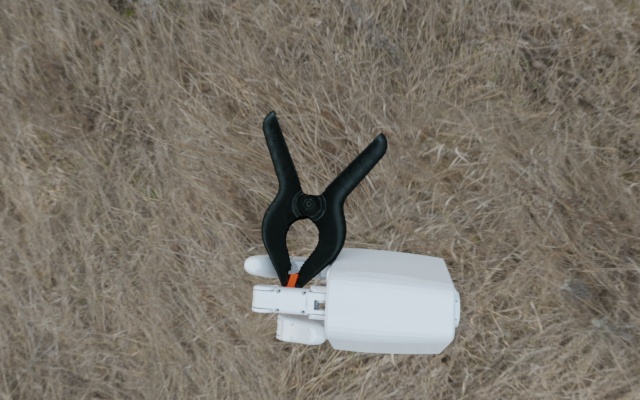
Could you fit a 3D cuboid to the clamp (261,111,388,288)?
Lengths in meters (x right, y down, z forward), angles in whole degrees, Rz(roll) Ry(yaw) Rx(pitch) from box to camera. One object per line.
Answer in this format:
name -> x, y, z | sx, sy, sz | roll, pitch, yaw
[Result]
clamp -> 0.000, 0.002, 0.448 | 0.120, 0.171, 0.039 | 3, -6, 7
